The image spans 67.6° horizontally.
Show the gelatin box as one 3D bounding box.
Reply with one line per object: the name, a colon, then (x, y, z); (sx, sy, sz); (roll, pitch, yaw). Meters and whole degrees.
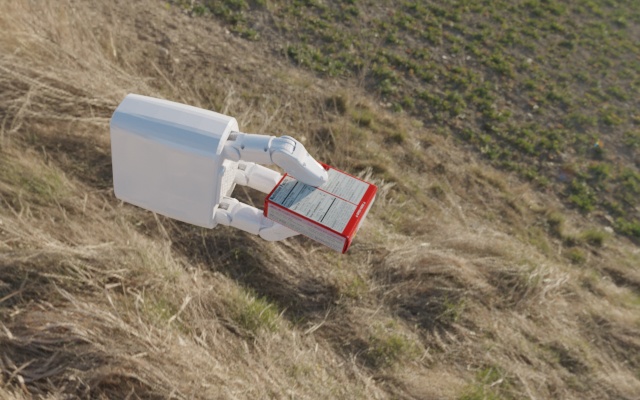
gelatin box: (0.000, 0.001, 0.463); (0.089, 0.073, 0.030); (24, -40, 12)
